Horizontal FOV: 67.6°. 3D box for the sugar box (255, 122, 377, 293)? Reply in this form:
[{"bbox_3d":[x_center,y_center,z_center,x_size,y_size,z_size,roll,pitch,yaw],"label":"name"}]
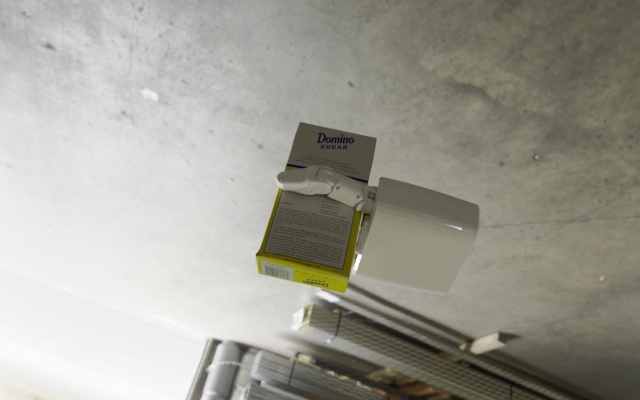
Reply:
[{"bbox_3d":[0.000,0.002,0.509,0.093,0.176,0.048,13,-34,4],"label":"sugar box"}]
